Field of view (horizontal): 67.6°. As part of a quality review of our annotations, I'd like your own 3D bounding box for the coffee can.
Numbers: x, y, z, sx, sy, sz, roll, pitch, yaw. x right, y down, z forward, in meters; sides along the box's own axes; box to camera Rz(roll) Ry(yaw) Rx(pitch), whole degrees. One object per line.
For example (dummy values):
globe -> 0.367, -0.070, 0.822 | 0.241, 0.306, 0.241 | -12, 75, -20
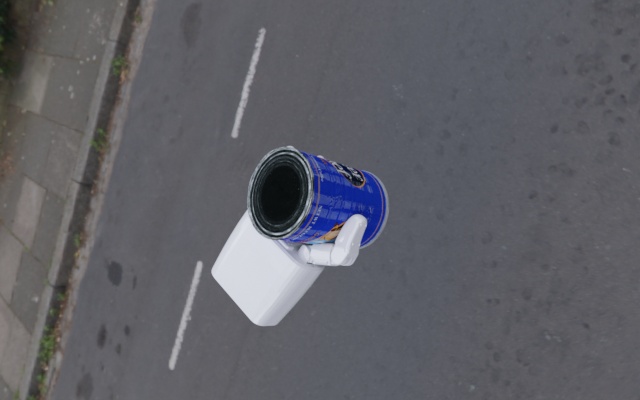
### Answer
coffee can -> 0.000, 0.002, 0.564 | 0.103, 0.103, 0.140 | 0, -8, 42
